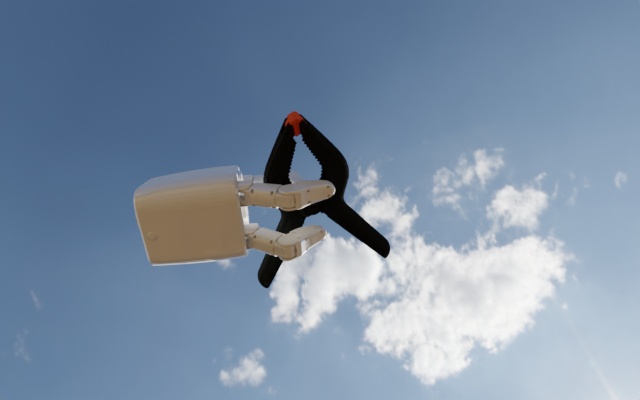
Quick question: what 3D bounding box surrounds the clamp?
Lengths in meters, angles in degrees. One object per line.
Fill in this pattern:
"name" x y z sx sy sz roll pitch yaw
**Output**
"clamp" 0.000 0.001 0.542 0.164 0.210 0.036 -8 29 -8
